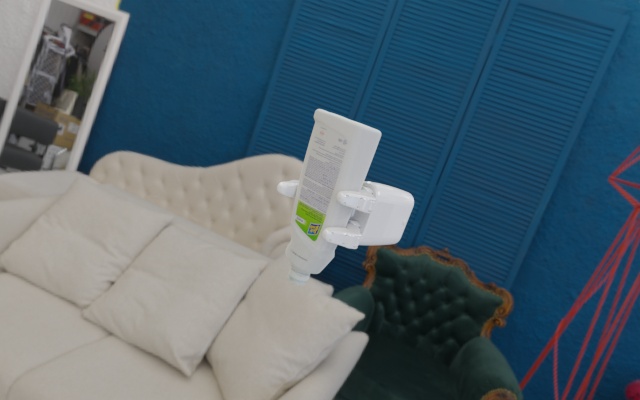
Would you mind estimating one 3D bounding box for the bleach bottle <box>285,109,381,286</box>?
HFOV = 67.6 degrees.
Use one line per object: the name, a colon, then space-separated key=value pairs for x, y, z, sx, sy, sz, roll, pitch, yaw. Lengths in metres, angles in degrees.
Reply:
bleach bottle: x=0.000 y=0.002 z=0.696 sx=0.068 sy=0.251 sz=0.102 roll=7 pitch=17 yaw=-47
